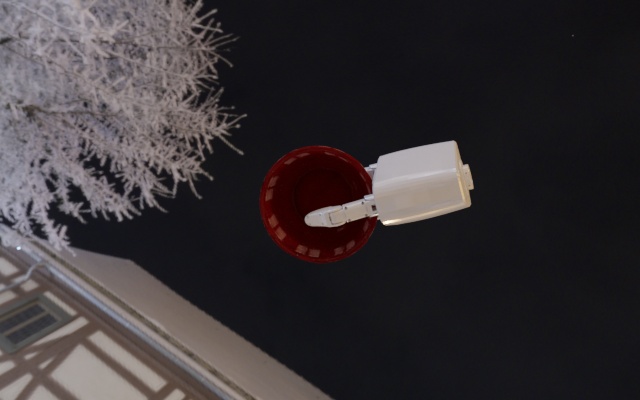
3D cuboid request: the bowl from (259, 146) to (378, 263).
[{"bbox_3d":[-0.001,0.002,0.664,0.162,0.162,0.055,0,13,8],"label":"bowl"}]
